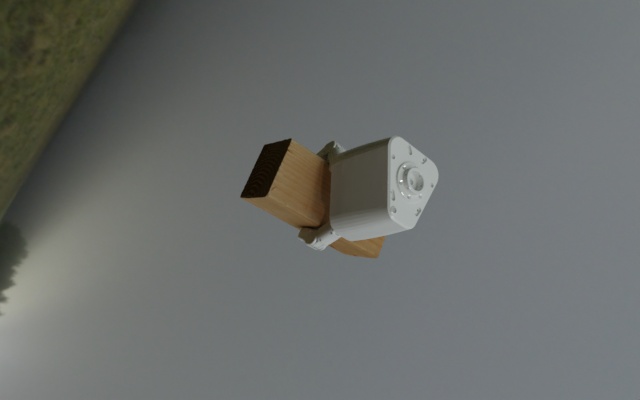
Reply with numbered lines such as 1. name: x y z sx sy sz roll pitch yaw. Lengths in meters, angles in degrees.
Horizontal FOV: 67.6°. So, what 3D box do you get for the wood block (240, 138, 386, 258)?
1. wood block: 0.000 0.003 0.708 0.206 0.090 0.090 31 -17 -29
